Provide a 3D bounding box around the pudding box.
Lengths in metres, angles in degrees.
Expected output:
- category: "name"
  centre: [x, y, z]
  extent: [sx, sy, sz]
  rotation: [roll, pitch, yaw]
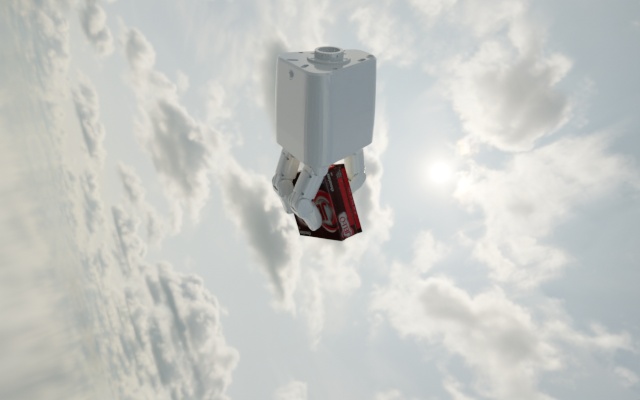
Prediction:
- category: "pudding box"
  centre: [0.000, 0.002, 0.614]
  extent: [0.039, 0.090, 0.113]
  rotation: [-19, 9, -26]
